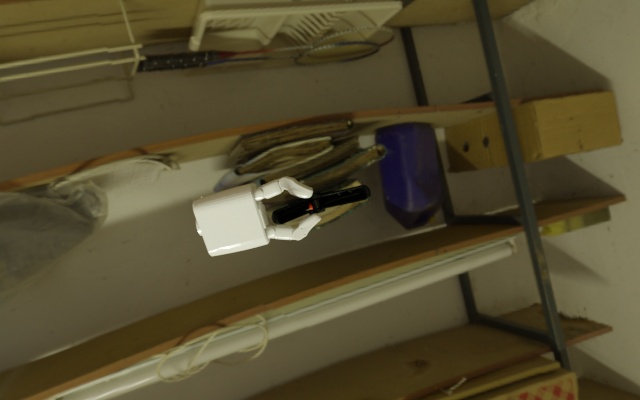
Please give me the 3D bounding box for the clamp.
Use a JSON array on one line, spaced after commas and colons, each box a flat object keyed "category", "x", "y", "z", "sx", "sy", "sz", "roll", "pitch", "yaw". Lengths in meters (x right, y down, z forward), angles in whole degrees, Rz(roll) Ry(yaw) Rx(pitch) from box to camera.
[{"category": "clamp", "x": 0.000, "y": 0.004, "z": 0.851, "sx": 0.164, "sy": 0.036, "sz": 0.210, "roll": -15, "pitch": 3, "yaw": 0}]
